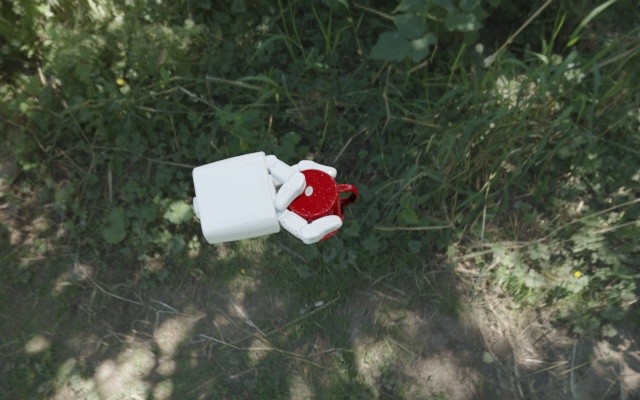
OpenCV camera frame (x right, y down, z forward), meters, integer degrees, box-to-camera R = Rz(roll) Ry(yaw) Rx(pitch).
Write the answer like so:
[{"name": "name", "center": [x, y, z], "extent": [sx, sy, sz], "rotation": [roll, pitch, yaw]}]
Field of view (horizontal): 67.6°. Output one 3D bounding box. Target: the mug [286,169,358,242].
[{"name": "mug", "center": [0.002, 0.002, 0.723], "extent": [0.117, 0.093, 0.081], "rotation": [-12, -26, -2]}]
